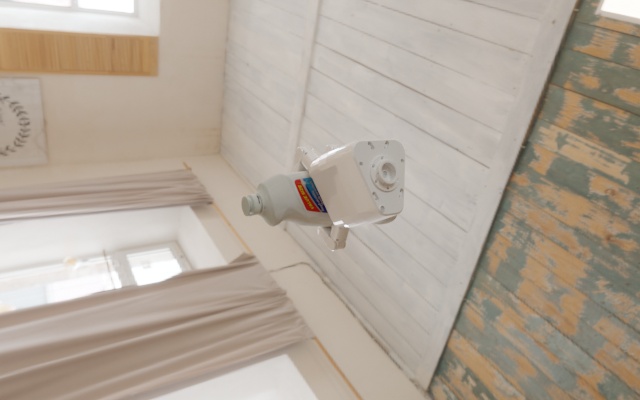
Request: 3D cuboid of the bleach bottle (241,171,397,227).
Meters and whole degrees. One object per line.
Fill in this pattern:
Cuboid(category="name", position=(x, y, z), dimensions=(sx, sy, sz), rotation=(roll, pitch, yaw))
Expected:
Cuboid(category="bleach bottle", position=(0.000, 0.002, 0.743), dimensions=(0.251, 0.102, 0.068), rotation=(-8, -6, -32))
